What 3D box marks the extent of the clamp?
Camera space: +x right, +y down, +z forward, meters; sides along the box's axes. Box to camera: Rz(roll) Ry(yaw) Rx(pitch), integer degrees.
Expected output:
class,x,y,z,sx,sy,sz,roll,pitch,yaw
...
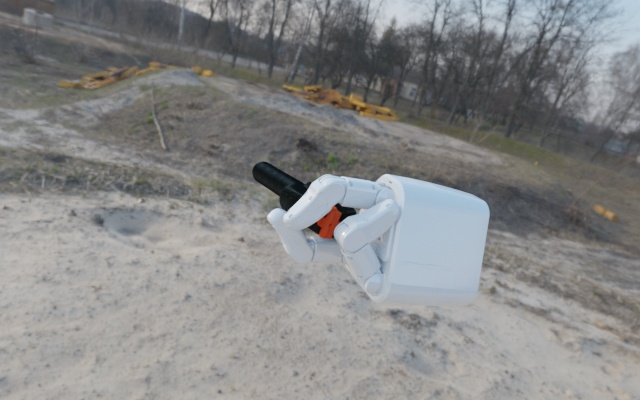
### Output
class,x,y,z,sx,sy,sz,roll,pitch,yaw
clamp,0.000,0.001,0.507,0.120,0.039,0.171,9,17,-24
